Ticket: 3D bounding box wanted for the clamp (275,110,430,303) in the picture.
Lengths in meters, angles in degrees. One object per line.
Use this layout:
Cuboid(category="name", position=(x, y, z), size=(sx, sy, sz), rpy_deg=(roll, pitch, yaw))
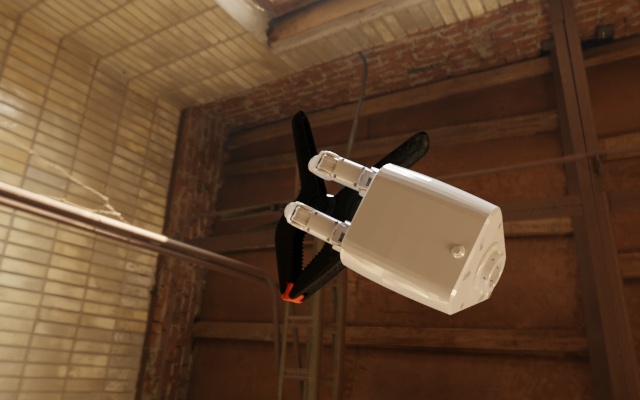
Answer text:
Cuboid(category="clamp", position=(0.000, 0.002, 0.504), size=(0.164, 0.210, 0.036), rpy_deg=(24, -5, 34))
